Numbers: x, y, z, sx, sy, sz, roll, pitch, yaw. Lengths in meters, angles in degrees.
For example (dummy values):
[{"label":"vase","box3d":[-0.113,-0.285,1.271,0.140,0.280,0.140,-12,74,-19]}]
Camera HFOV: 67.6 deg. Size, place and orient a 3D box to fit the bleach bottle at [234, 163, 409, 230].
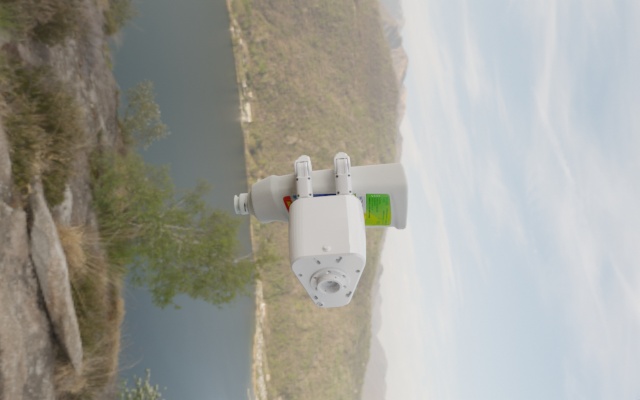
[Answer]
[{"label":"bleach bottle","box3d":[0.000,0.002,0.710,0.251,0.103,0.068,-5,42,2]}]
